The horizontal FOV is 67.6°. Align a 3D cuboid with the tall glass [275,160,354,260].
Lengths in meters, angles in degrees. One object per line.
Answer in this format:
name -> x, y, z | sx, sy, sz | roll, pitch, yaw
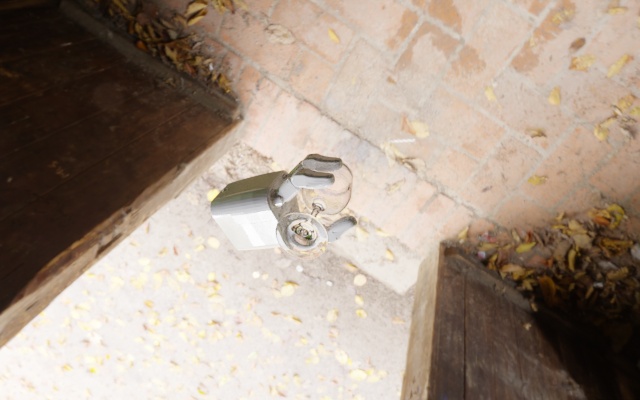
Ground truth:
tall glass -> 0.000, 0.003, 0.715 | 0.079, 0.079, 0.201 | 0, 27, 17
